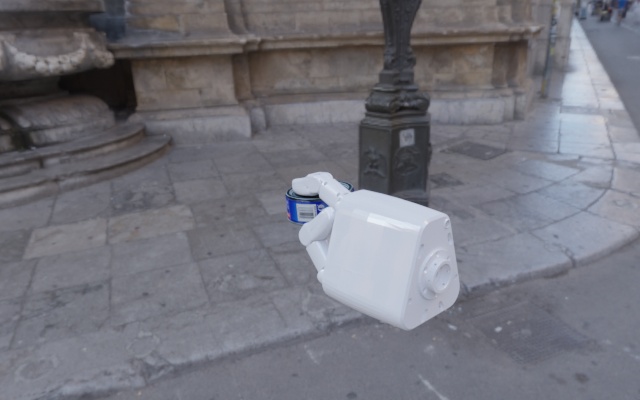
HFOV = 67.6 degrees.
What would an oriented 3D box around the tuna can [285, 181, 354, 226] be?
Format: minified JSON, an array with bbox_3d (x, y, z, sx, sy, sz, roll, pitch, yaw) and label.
[{"bbox_3d":[0.000,0.001,0.586,0.086,0.034,0.086,-5,16,2],"label":"tuna can"}]
